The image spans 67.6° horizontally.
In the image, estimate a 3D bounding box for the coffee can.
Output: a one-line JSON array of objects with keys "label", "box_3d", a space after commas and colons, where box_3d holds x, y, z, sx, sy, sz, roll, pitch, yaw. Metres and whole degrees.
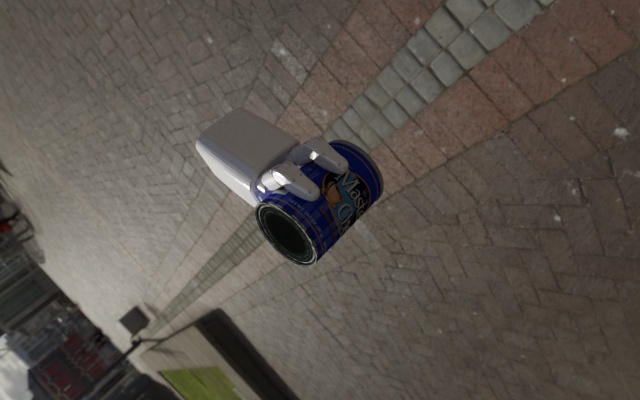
[{"label": "coffee can", "box_3d": [0.000, 0.002, 0.614, 0.140, 0.103, 0.103, -43, 25, -30]}]
